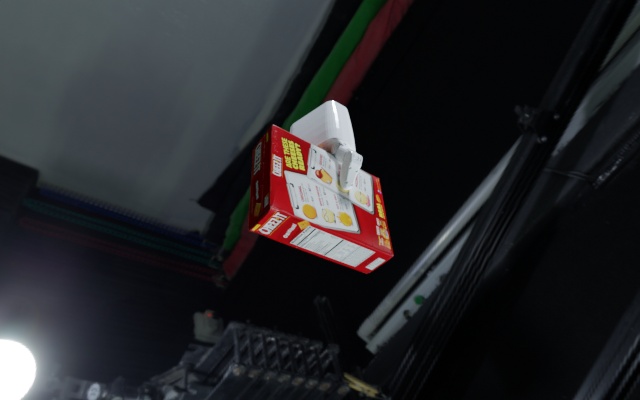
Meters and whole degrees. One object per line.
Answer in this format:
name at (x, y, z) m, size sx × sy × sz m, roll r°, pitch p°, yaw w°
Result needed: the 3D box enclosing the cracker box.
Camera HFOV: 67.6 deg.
cracker box at (0.000, 0.002, 0.724) m, size 0.214 × 0.164 × 0.072 m, roll 23°, pitch -48°, yaw -28°
